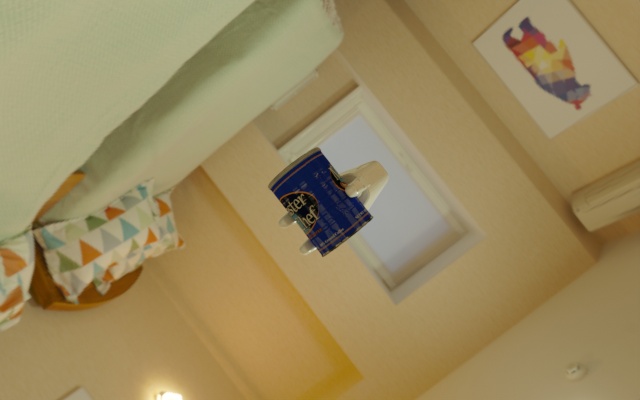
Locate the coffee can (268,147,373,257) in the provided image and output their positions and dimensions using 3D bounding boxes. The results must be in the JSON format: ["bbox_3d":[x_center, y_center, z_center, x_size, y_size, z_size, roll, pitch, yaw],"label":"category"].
[{"bbox_3d":[0.000,0.002,0.750,0.103,0.140,0.103,-38,-2,-2],"label":"coffee can"}]
